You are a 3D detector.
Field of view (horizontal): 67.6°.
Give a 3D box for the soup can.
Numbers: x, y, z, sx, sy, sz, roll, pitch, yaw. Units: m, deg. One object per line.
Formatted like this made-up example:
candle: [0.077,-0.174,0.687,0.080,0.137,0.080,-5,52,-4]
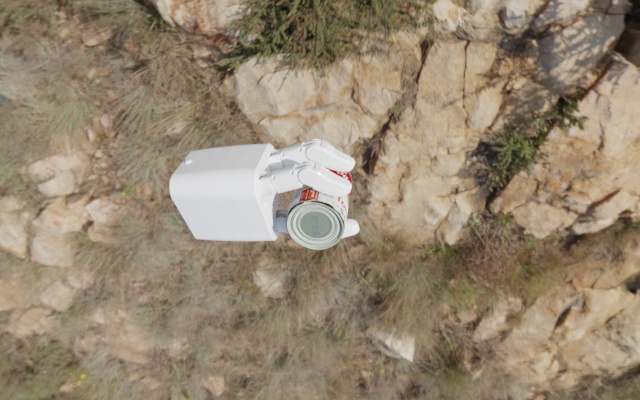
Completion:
soup can: [0.001,0.002,0.568,0.068,0.068,0.102,0,33,9]
